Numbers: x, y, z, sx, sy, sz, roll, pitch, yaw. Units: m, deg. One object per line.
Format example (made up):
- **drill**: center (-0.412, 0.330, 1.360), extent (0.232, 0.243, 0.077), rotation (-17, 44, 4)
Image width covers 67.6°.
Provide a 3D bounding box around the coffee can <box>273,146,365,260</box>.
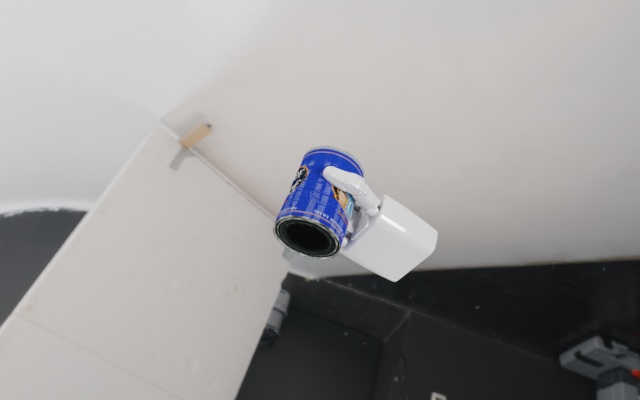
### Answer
- **coffee can**: center (0.000, 0.002, 0.717), extent (0.103, 0.140, 0.103), rotation (14, -36, 10)
